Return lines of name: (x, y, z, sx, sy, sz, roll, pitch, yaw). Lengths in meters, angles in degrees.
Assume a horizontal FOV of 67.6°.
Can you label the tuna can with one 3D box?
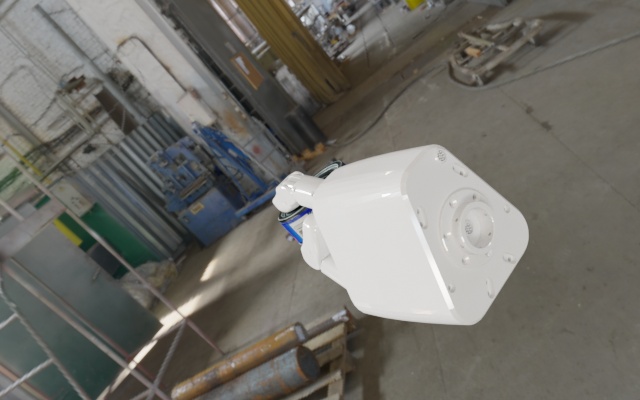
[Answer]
tuna can: (0.000, 0.001, 0.460, 0.086, 0.034, 0.086, -40, 14, 12)
